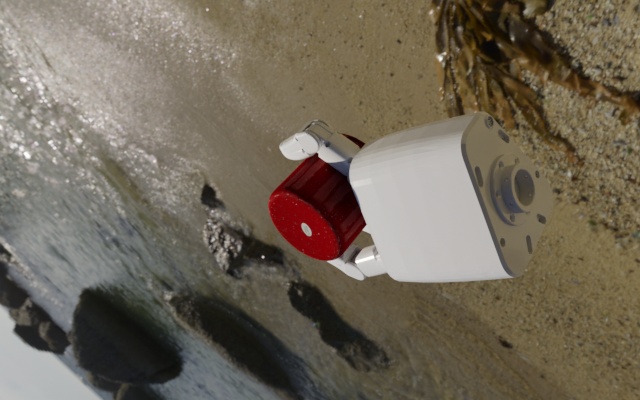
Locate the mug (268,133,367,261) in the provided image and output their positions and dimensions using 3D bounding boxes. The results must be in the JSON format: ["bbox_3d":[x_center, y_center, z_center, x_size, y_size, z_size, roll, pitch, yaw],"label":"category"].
[{"bbox_3d":[-0.001,0.002,0.442,0.117,0.093,0.081,-14,28,52],"label":"mug"}]
